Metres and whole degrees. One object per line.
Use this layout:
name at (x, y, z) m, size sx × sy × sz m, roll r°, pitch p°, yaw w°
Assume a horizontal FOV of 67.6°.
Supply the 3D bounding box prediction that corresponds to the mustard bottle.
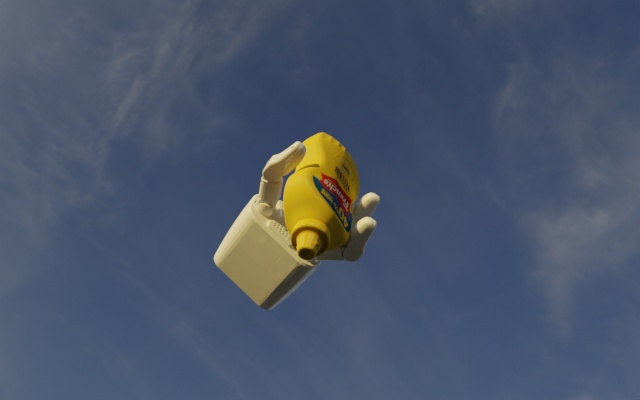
mustard bottle at (0.000, 0.001, 0.548) m, size 0.058 × 0.096 × 0.191 m, roll -23°, pitch 25°, yaw 23°
